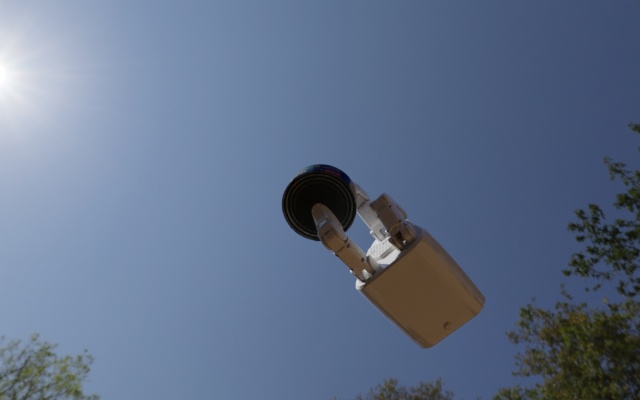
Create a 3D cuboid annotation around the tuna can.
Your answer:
[{"bbox_3d":[0.000,0.002,0.555,0.086,0.086,0.033,0,21,7],"label":"tuna can"}]
